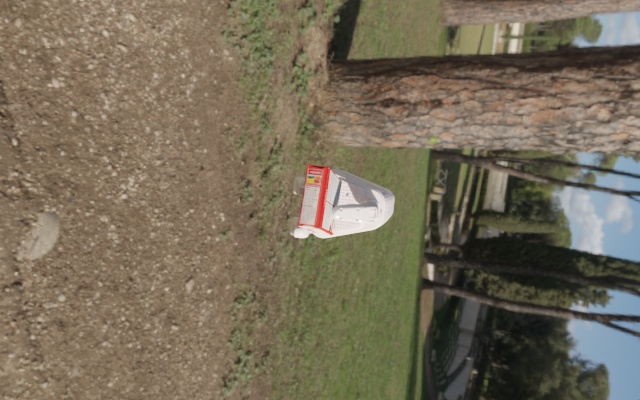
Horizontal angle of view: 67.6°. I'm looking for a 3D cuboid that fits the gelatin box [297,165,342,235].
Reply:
[{"bbox_3d":[0.000,0.002,0.586,0.030,0.073,0.089,8,-7,13],"label":"gelatin box"}]
